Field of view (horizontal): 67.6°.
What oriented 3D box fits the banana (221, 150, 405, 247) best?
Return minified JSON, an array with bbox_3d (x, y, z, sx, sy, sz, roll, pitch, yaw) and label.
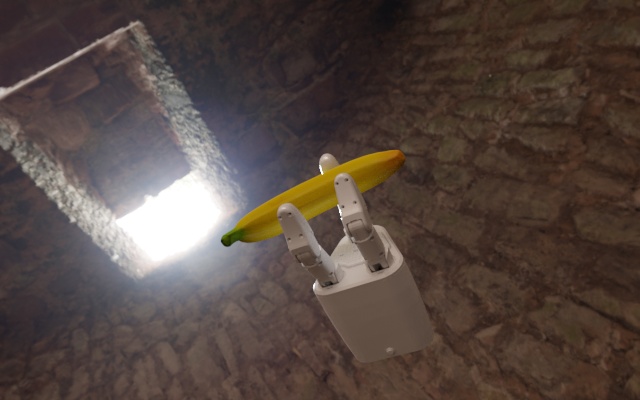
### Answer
[{"bbox_3d":[-0.007,0.000,0.492,0.198,0.037,0.069,-28,14,-5],"label":"banana"}]
